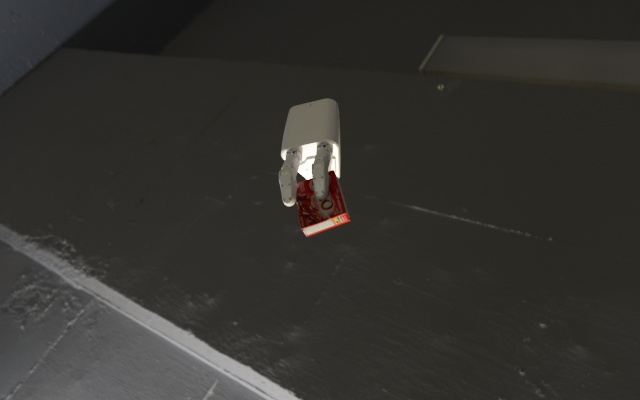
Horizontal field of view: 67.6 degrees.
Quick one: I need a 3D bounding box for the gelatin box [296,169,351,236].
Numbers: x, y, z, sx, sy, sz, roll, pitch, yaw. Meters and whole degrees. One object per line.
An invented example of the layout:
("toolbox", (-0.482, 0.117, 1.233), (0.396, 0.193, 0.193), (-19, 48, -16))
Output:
("gelatin box", (0.000, 0.003, 0.742), (0.073, 0.089, 0.030), (-20, -36, 9))
